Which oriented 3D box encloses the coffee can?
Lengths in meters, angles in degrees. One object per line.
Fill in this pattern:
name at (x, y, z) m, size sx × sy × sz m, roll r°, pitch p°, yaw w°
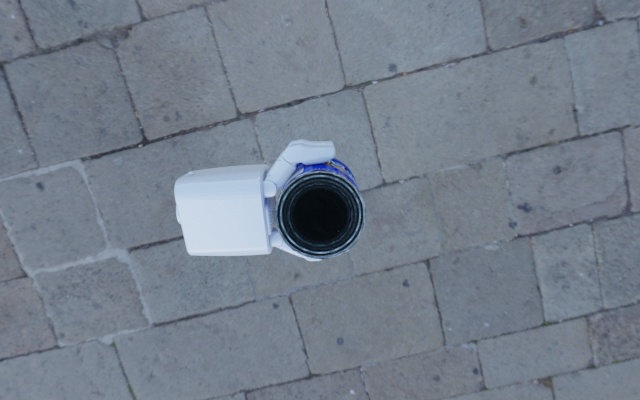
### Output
coffee can at (0.000, 0.002, 0.598) m, size 0.103 × 0.103 × 0.140 m, roll 0°, pitch 12°, yaw 0°
